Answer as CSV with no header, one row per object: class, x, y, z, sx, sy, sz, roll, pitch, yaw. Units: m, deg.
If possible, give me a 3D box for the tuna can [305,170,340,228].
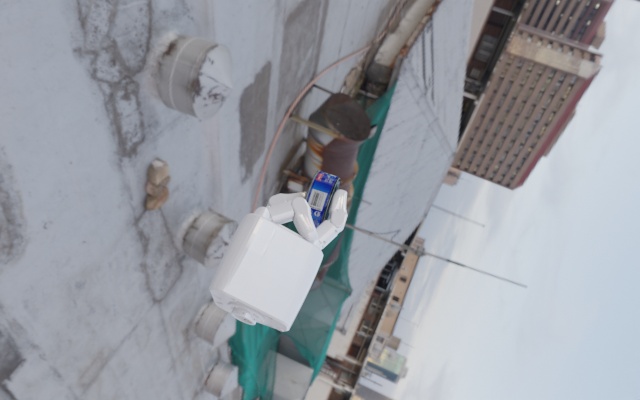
tuna can,0.001,0.002,0.684,0.034,0.086,0.086,18,2,7
